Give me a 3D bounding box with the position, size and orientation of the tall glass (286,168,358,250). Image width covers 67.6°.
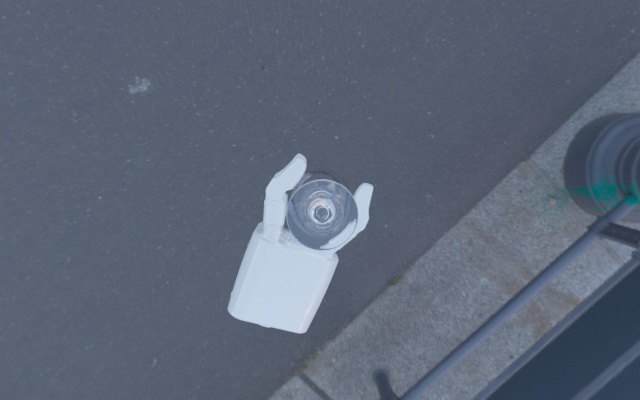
[{"bbox_3d":[0.000,0.002,0.587,0.079,0.079,0.201,0,8,-1],"label":"tall glass"}]
